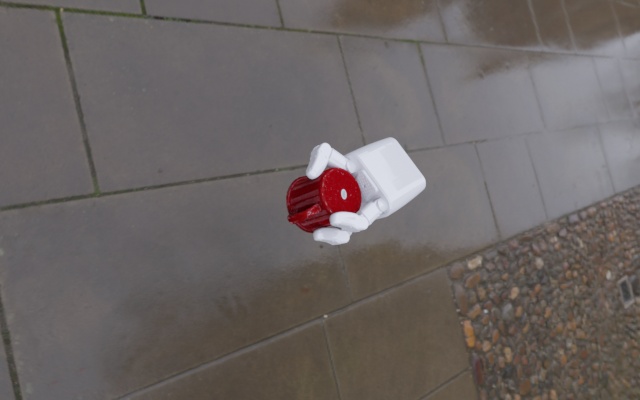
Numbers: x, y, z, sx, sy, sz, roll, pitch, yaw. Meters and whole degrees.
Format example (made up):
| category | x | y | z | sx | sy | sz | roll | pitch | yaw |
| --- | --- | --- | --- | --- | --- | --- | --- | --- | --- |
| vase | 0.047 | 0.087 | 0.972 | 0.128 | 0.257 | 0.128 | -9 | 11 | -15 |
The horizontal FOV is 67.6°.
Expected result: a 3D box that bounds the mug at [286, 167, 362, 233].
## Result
| category | x | y | z | sx | sy | sz | roll | pitch | yaw |
| --- | --- | --- | --- | --- | --- | --- | --- | --- | --- |
| mug | -0.001 | 0.003 | 0.718 | 0.117 | 0.093 | 0.081 | -29 | 7 | -40 |
